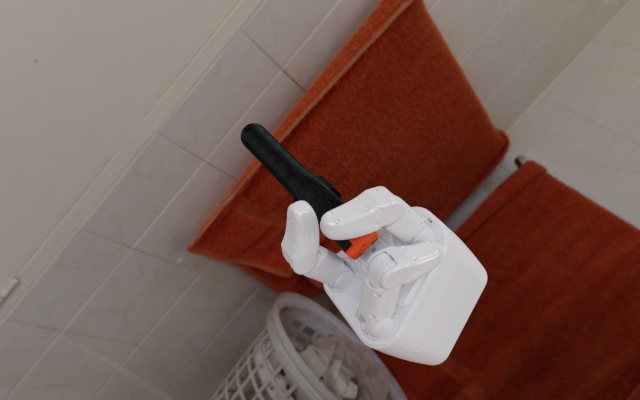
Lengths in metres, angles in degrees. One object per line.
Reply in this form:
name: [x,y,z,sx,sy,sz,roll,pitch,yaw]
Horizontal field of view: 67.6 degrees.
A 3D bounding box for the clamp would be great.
clamp: [0.000,0.001,0.421,0.120,0.039,0.171,36,9,-45]
